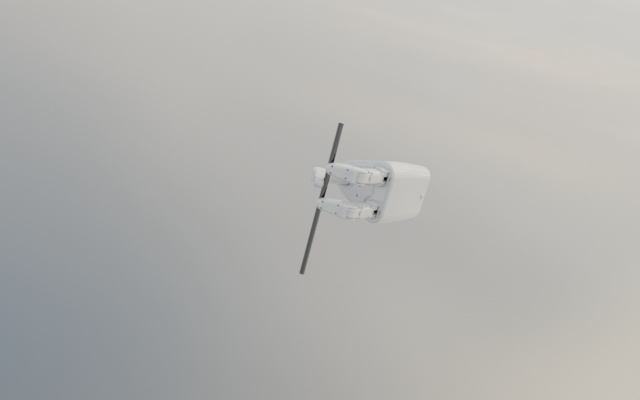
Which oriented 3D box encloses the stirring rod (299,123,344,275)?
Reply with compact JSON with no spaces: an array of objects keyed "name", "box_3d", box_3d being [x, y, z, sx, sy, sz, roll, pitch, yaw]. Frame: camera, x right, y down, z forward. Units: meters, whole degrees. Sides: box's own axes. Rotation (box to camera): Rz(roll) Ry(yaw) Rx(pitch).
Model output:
[{"name":"stirring rod","box_3d":[0.000,0.002,0.711,0.011,0.239,0.011,14,17,-4]}]
